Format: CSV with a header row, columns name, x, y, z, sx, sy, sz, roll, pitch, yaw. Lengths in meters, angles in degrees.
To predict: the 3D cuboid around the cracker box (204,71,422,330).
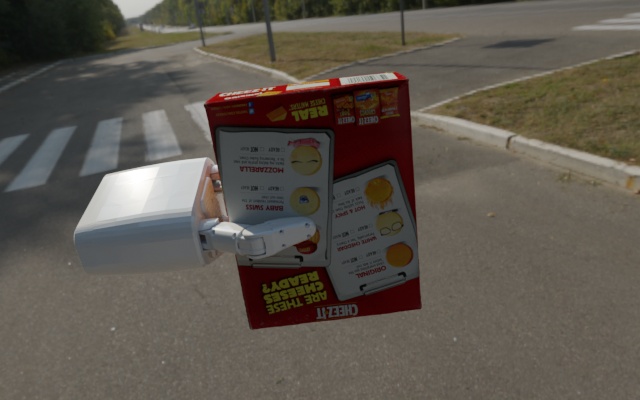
name,x,y,z,sx,sy,sz,roll,pitch,yaw
cracker box,0.000,0.001,0.436,0.164,0.214,0.072,-7,21,2
